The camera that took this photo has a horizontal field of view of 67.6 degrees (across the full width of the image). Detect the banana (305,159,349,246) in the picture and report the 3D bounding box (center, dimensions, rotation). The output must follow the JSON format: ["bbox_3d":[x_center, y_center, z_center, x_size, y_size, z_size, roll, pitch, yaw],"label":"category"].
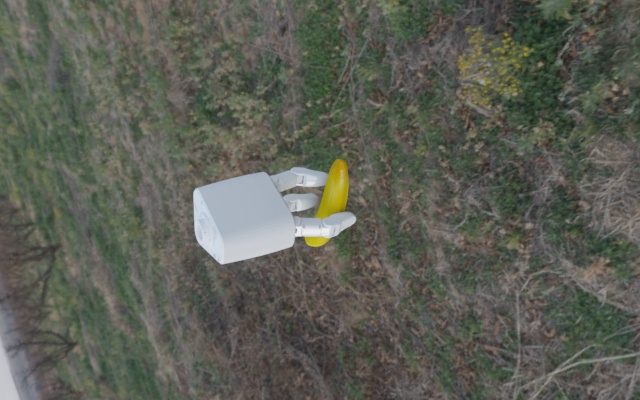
[{"bbox_3d":[0.006,0.020,0.732,0.037,0.069,0.198,-9,-29,-26],"label":"banana"}]
